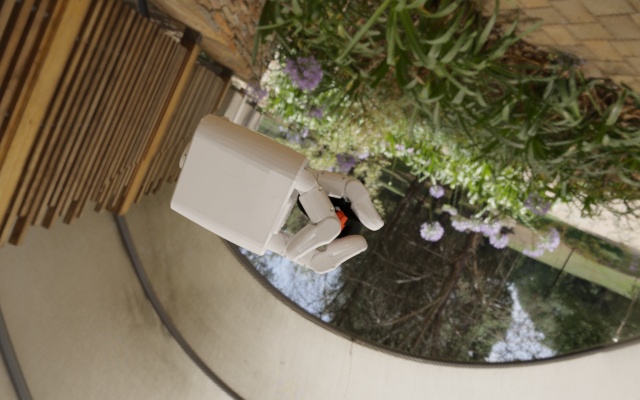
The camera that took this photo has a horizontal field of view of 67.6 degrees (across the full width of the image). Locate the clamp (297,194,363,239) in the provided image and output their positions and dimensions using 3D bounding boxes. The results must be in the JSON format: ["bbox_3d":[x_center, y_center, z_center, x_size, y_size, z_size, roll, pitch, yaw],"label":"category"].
[{"bbox_3d":[0.000,0.002,0.553,0.120,0.039,0.171,26,6,-1],"label":"clamp"}]
